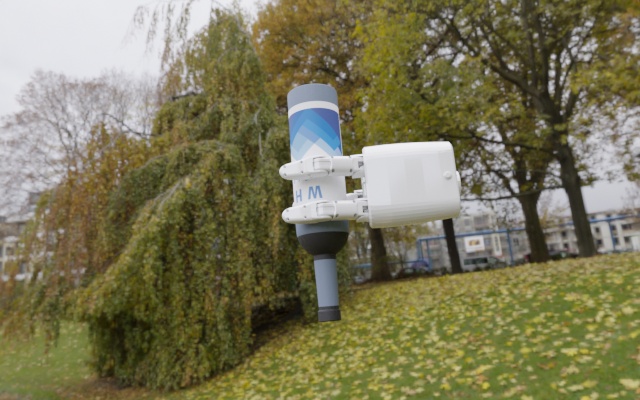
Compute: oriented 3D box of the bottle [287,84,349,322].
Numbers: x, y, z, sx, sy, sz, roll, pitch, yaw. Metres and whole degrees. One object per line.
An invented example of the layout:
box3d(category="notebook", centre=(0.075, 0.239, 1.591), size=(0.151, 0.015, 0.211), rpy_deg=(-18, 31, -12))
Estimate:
box3d(category="bottle", centre=(0.000, 0.002, 0.606), size=(0.069, 0.295, 0.069), rpy_deg=(-4, -13, -1))
